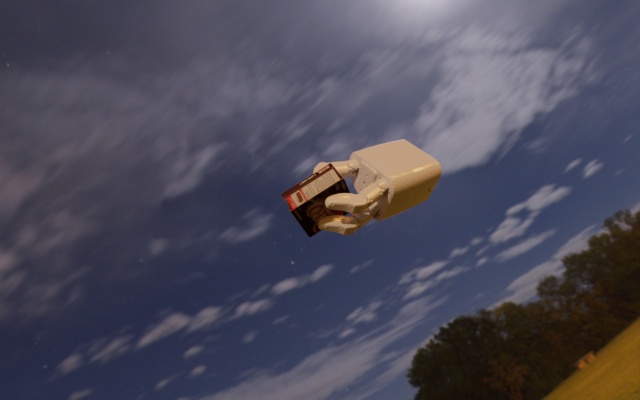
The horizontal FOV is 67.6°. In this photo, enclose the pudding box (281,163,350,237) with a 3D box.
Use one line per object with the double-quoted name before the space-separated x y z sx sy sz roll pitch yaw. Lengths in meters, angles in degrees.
"pudding box" 0.000 0.002 0.722 0.090 0.039 0.113 -33 -30 -1
